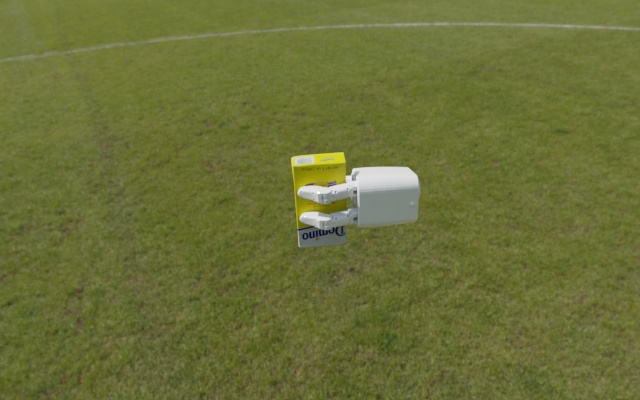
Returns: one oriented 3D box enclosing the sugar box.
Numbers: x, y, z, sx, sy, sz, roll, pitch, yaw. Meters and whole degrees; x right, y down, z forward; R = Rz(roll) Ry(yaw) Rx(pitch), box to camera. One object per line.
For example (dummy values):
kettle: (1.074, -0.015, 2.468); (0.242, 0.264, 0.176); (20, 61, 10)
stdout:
sugar box: (0.000, 0.003, 0.862); (0.093, 0.176, 0.048); (-4, 30, -1)
